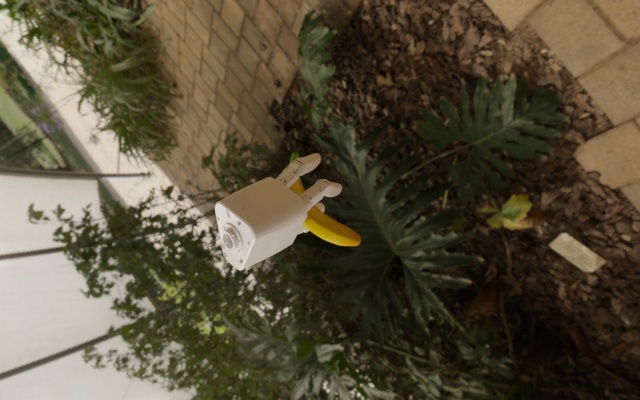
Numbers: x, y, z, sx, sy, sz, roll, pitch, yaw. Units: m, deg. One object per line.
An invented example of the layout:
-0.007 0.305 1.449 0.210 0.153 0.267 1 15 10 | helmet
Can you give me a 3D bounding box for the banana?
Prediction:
-0.013 0.012 0.802 0.070 0.197 0.037 -46 -19 28 | banana
